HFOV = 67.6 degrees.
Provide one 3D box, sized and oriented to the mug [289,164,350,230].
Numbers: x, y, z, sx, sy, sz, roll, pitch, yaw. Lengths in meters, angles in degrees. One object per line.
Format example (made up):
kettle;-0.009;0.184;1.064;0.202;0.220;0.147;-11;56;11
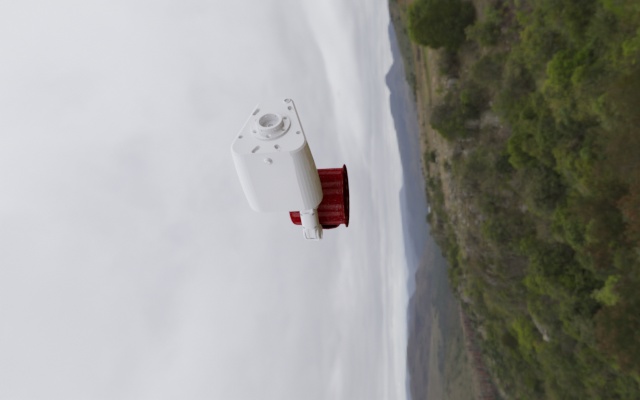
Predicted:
mug;0.000;0.003;0.712;0.081;0.093;0.117;-2;-40;9
